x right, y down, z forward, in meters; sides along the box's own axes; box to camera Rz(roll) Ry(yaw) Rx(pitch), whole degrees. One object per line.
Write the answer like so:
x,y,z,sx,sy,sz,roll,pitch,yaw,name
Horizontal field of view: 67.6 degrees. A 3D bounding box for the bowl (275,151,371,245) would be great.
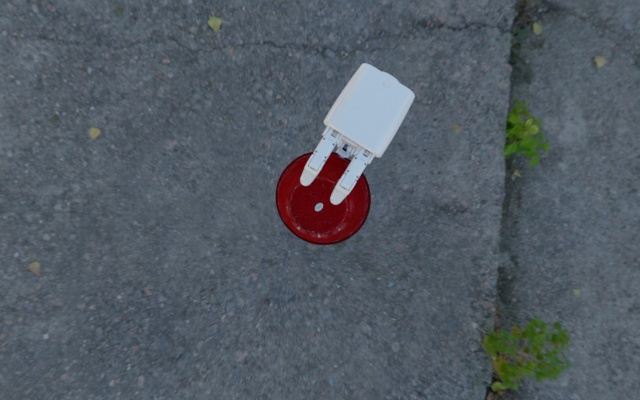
0.000,0.004,0.772,0.162,0.162,0.055,0,12,8,bowl
